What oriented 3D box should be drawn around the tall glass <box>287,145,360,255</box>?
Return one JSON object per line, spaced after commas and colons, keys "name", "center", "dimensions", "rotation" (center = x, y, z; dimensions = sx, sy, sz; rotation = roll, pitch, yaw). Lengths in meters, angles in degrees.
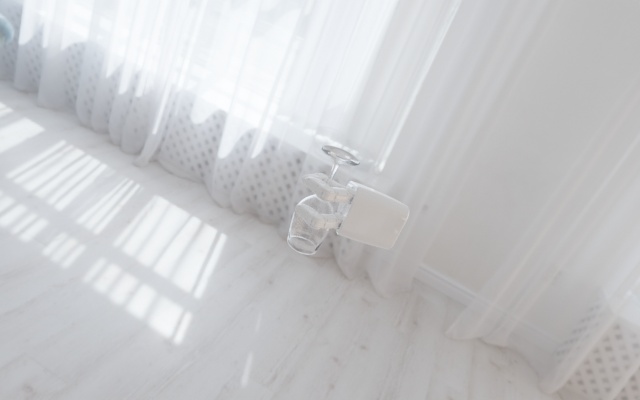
{"name": "tall glass", "center": [0.000, 0.002, 0.889], "dimensions": [0.079, 0.201, 0.079], "rotation": [20, 24, -9]}
